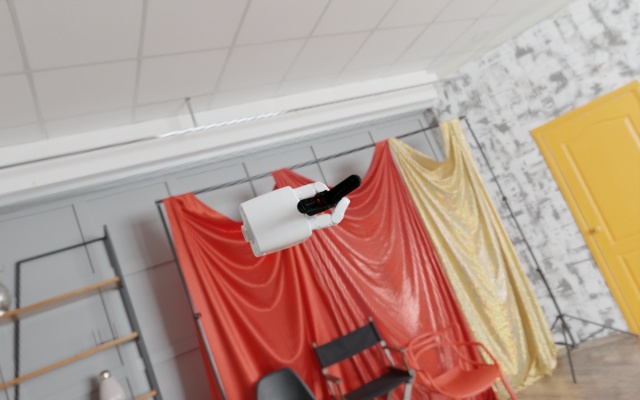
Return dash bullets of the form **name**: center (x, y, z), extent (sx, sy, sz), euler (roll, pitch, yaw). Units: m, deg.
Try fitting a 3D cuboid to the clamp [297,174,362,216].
- **clamp**: center (0.000, 0.002, 0.875), extent (0.120, 0.039, 0.171), euler (-19, -10, -17)
